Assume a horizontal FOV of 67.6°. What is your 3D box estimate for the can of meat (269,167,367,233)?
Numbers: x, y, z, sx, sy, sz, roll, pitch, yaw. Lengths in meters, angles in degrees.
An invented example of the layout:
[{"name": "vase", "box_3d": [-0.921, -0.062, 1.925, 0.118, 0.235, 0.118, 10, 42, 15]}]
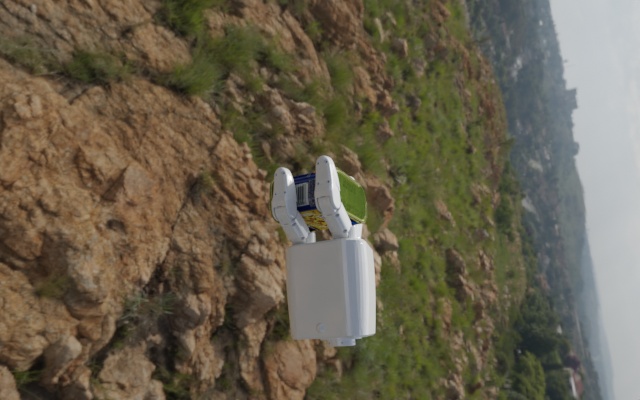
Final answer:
[{"name": "can of meat", "box_3d": [0.000, 0.002, 0.587, 0.084, 0.057, 0.102, -10, -21, 28]}]
